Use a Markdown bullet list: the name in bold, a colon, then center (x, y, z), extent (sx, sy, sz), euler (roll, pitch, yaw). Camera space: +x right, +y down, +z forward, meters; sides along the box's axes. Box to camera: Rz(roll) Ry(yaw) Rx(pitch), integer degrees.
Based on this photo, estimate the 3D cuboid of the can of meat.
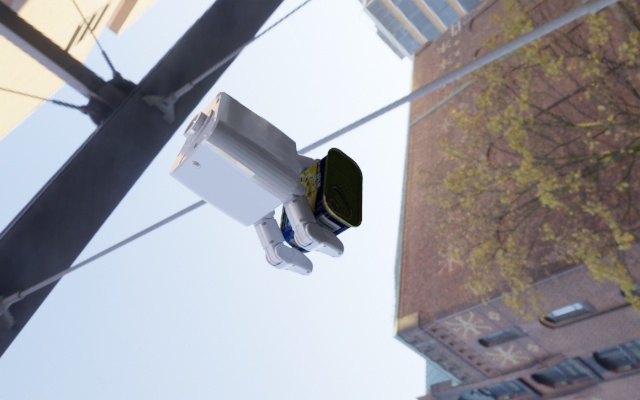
- **can of meat**: center (0.000, 0.002, 0.557), extent (0.057, 0.102, 0.084), euler (33, -49, -29)
